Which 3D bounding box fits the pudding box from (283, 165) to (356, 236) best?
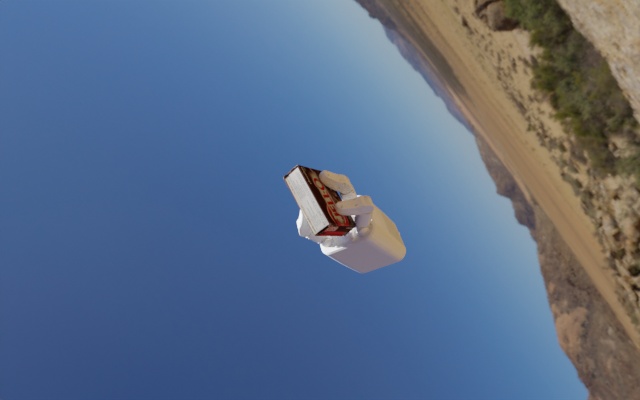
[{"bbox_3d":[0.000,0.003,0.757,0.039,0.113,0.090,-39,-21,20],"label":"pudding box"}]
